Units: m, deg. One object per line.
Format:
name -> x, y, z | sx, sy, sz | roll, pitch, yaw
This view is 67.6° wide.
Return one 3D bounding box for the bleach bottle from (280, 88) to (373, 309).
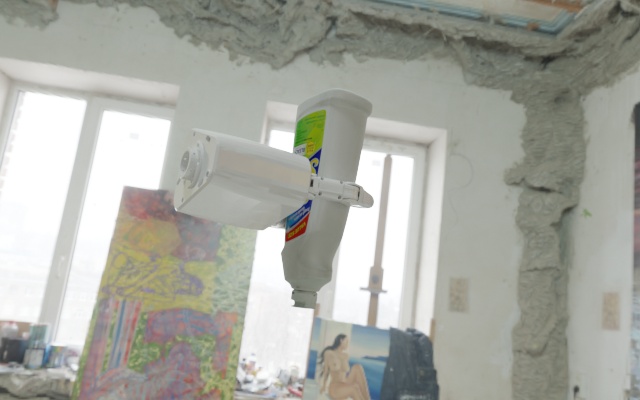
bleach bottle -> 0.000, 0.002, 0.570 | 0.068, 0.250, 0.102 | 14, -12, -33
